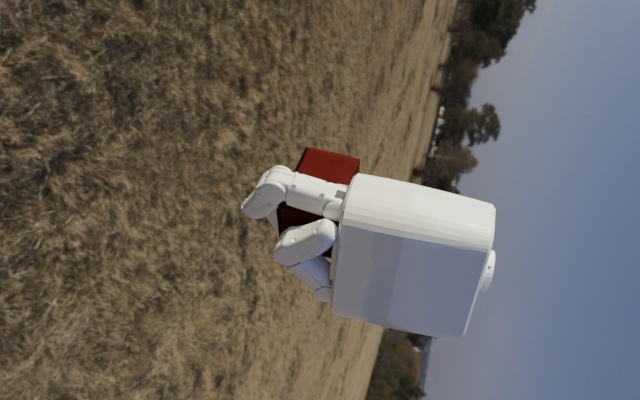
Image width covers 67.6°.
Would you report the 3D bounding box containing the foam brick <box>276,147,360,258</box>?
[{"bbox_3d":[0.000,0.001,0.411,0.051,0.053,0.078,12,47,12],"label":"foam brick"}]
